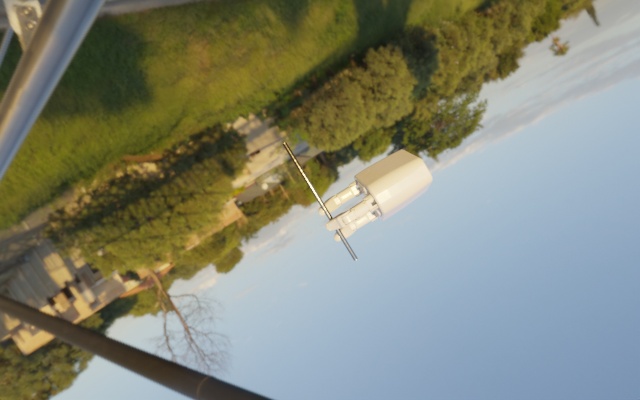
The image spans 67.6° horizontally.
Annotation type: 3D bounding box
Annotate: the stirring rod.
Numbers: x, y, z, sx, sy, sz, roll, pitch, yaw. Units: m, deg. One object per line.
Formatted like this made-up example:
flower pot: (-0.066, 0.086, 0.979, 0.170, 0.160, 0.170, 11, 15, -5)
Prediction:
stirring rod: (0.000, 0.003, 0.838, 0.011, 0.239, 0.011, -31, 5, 3)
